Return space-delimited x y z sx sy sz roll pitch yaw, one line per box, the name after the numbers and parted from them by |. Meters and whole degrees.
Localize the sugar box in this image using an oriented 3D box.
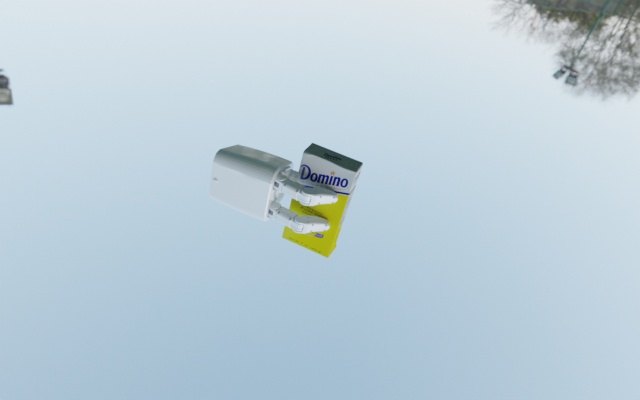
0.000 0.003 0.790 0.093 0.176 0.048 22 35 11 | sugar box
